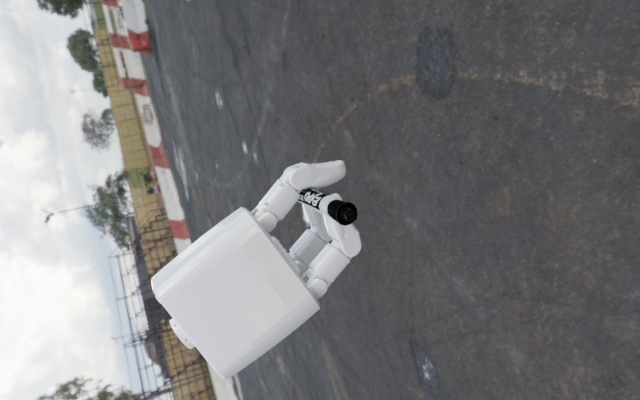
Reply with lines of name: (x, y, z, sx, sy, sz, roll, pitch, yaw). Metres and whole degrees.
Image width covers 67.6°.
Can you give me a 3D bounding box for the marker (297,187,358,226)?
marker: (0.000, 0.001, 0.416, 0.020, 0.020, 0.121, 0, 10, -22)
